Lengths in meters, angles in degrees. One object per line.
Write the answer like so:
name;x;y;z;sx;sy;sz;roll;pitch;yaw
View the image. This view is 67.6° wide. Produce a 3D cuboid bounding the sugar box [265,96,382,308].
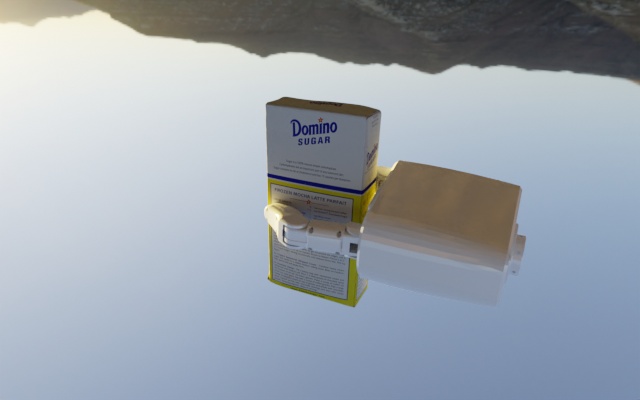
sugar box;0.000;0.001;0.428;0.093;0.176;0.048;12;23;21
